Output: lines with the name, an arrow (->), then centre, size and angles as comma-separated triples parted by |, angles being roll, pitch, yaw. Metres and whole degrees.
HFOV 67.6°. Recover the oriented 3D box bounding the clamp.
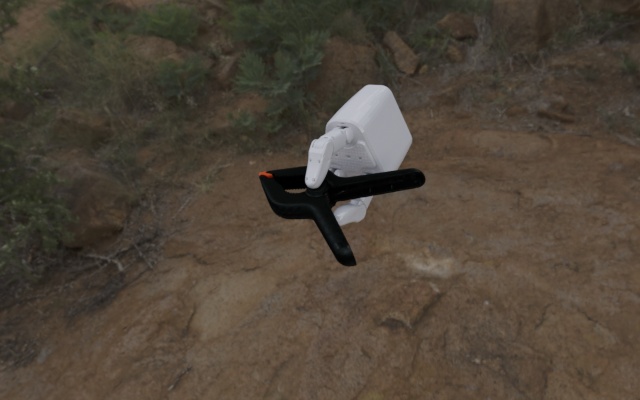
clamp -> 0.000, 0.001, 0.577 | 0.210, 0.036, 0.164 | 10, 42, 31
